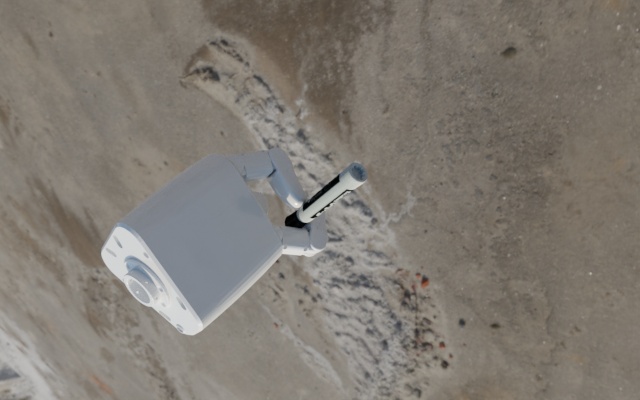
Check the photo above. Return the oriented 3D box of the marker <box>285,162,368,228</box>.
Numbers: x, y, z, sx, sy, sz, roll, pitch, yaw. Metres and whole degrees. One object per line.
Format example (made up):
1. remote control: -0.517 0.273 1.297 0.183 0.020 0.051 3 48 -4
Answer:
1. marker: 0.000 0.001 0.435 0.020 0.020 0.121 0 -24 -34
